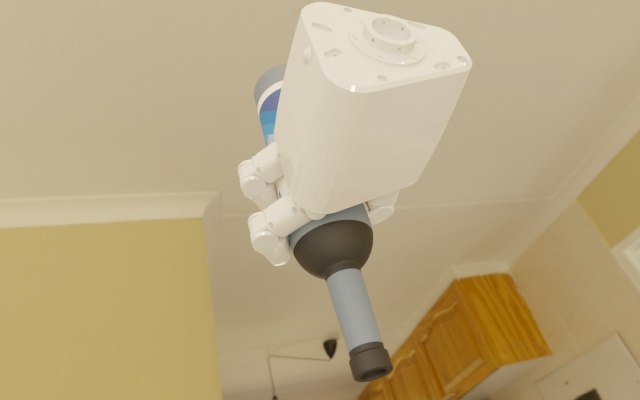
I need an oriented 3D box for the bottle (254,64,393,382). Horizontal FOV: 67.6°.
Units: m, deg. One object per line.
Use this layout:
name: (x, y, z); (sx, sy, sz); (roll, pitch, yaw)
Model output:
bottle: (0.000, 0.001, 0.400); (0.069, 0.295, 0.069); (-11, -37, -8)
